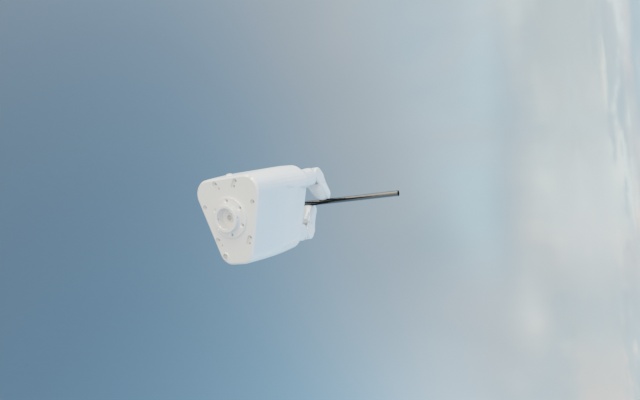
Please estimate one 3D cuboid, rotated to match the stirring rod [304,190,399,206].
[{"bbox_3d":[0.000,0.002,0.701,0.239,0.011,0.011,-7,-3,29],"label":"stirring rod"}]
